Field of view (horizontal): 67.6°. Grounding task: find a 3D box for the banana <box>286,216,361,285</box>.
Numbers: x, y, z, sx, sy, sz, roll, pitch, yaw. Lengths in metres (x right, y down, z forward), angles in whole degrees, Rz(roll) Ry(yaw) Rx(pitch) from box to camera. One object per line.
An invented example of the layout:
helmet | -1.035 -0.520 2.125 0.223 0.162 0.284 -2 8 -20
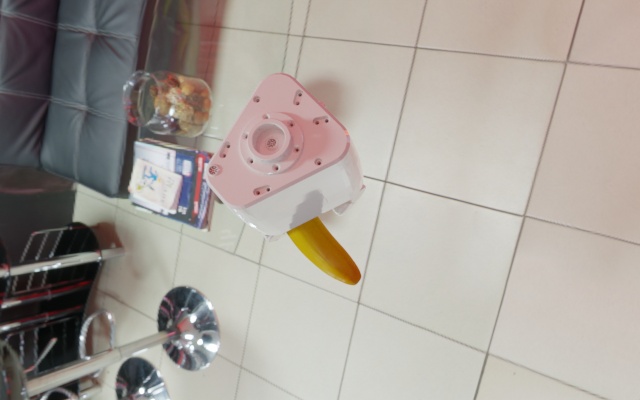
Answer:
banana | -0.018 0.002 0.508 0.069 0.197 0.037 -12 -21 -20
